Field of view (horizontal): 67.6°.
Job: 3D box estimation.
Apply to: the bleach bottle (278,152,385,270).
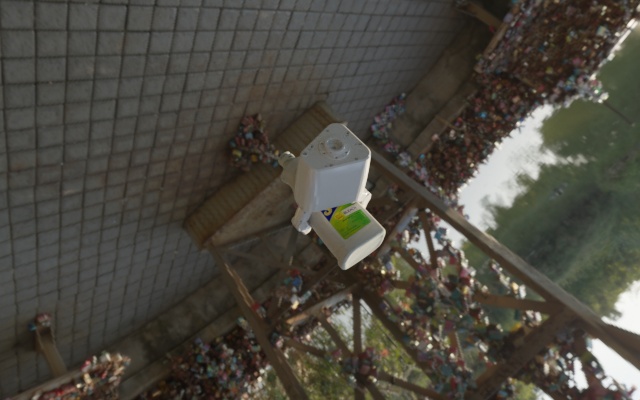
[{"bbox_3d":[0.000,0.003,0.874,0.102,0.250,0.068,-30,-27,-26],"label":"bleach bottle"}]
